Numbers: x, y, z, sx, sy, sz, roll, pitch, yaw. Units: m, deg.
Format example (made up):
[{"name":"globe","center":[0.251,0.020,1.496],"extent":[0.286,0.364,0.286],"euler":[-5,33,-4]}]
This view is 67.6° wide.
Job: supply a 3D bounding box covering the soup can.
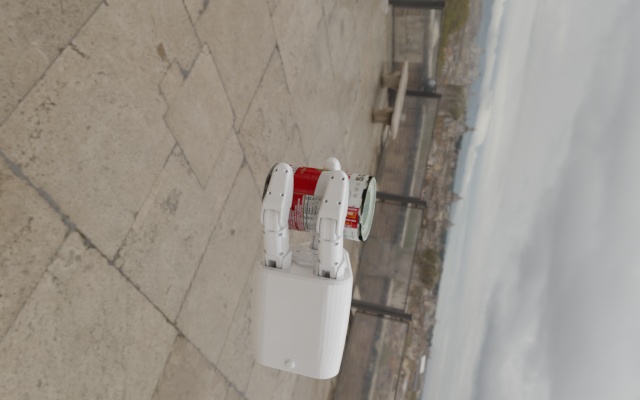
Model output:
[{"name":"soup can","center":[0.000,0.001,0.486],"extent":[0.102,0.068,0.068],"euler":[9,2,15]}]
